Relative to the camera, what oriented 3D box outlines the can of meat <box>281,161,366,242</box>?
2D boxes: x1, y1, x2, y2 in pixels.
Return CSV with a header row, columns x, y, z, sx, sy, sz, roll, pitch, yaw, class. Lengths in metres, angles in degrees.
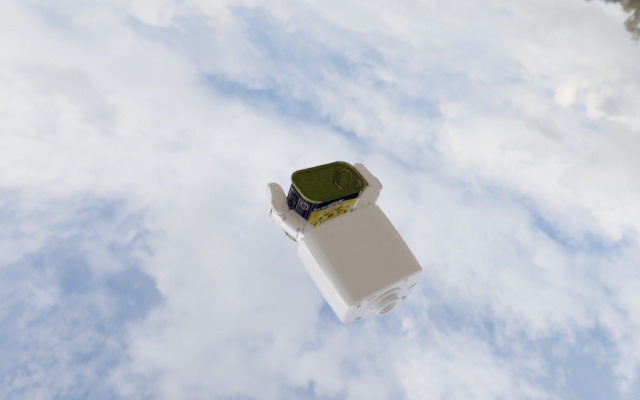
x,y,z,sx,sy,sz,roll,pitch,yaw,class
0.000,0.002,0.636,0.102,0.057,0.084,-16,-35,-35,can of meat
